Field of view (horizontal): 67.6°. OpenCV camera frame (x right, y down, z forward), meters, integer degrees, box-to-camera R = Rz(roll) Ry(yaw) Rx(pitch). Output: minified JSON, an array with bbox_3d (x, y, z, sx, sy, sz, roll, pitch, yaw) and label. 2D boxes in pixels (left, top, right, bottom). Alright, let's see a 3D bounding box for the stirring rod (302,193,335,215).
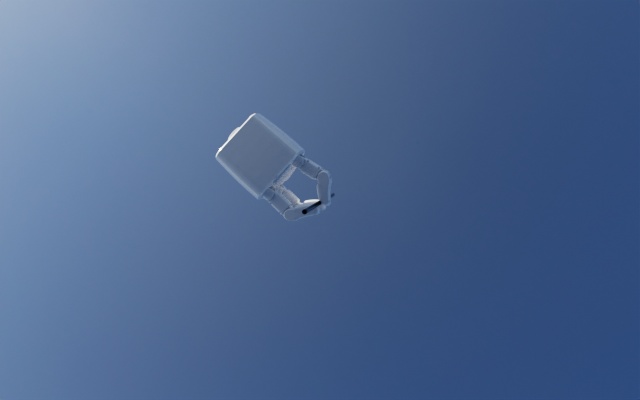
[{"bbox_3d":[0.000,0.003,0.824,0.011,0.011,0.239,0,7,12],"label":"stirring rod"}]
